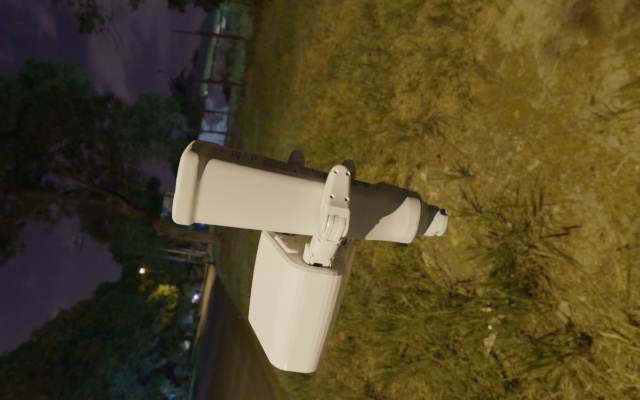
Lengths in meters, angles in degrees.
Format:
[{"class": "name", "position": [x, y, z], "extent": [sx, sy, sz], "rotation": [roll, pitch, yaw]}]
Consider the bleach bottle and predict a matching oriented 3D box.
[{"class": "bleach bottle", "position": [0.000, 0.001, 0.446], "extent": [0.251, 0.068, 0.102], "rotation": [11, 14, -10]}]
